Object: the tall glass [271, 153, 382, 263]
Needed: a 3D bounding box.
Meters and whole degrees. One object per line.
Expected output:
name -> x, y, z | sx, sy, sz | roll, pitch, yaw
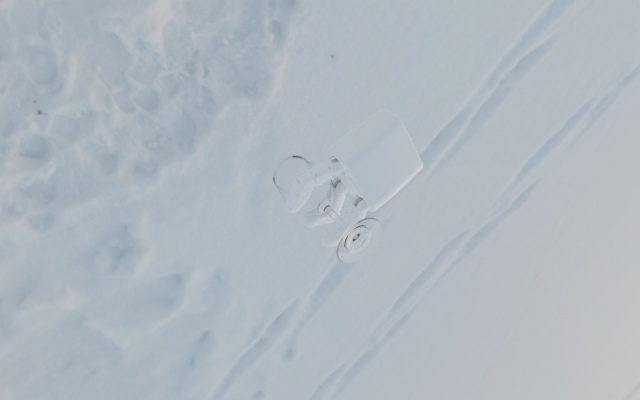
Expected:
tall glass -> 0.000, 0.003, 0.704 | 0.079, 0.079, 0.201 | 0, 31, -39
